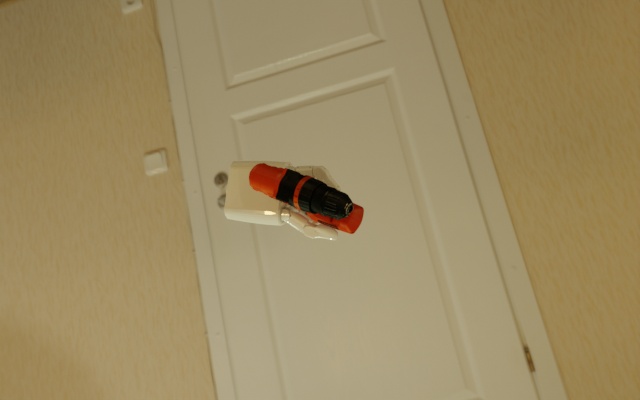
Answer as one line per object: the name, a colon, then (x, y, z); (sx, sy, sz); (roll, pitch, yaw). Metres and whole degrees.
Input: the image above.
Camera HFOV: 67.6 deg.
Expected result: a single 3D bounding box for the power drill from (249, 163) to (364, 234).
power drill: (0.000, 0.003, 0.769); (0.184, 0.057, 0.188); (22, -5, 32)
